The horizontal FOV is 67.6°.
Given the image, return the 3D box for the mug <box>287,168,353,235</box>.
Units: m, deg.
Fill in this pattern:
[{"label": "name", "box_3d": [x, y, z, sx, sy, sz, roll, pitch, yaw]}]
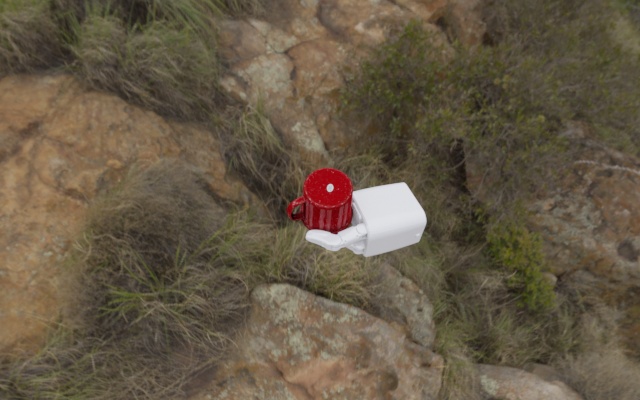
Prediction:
[{"label": "mug", "box_3d": [-0.001, 0.003, 0.796, 0.117, 0.093, 0.082, -14, -31, -11]}]
